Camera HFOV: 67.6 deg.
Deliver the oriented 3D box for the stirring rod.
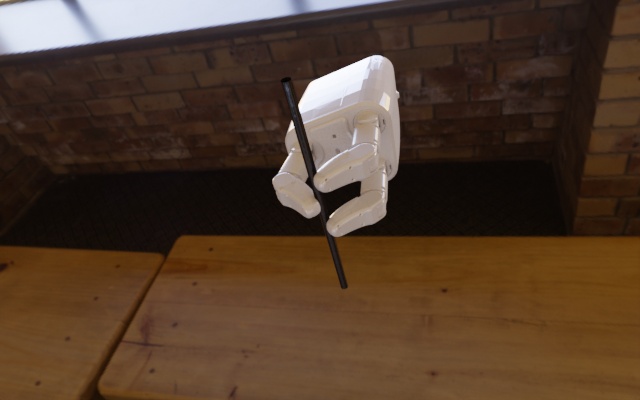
[{"bbox_3d":[0.000,0.001,0.422,0.011,0.240,0.011,-9,41,8],"label":"stirring rod"}]
